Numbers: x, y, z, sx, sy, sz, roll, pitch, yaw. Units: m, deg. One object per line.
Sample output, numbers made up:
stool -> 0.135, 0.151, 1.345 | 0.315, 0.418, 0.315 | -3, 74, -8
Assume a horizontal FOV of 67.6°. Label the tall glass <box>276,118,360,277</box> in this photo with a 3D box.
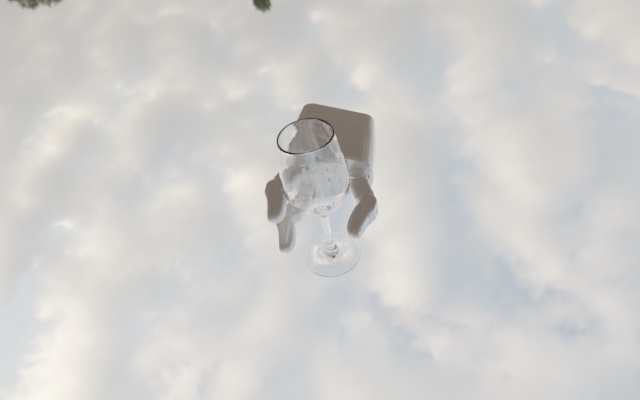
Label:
tall glass -> 0.000, 0.002, 0.565 | 0.079, 0.079, 0.201 | 0, -44, 13
